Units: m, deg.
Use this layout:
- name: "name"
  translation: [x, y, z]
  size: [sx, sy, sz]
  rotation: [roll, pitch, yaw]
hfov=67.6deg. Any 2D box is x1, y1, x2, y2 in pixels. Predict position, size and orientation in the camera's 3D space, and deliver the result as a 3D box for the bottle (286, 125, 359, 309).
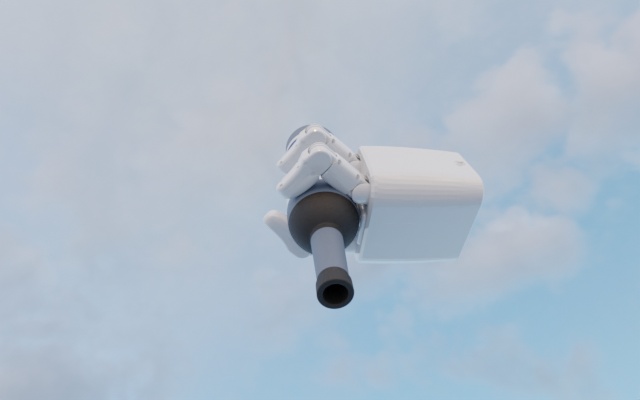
- name: "bottle"
  translation: [0.000, 0.001, 0.472]
  size: [0.069, 0.069, 0.295]
  rotation: [0, 27, -5]
